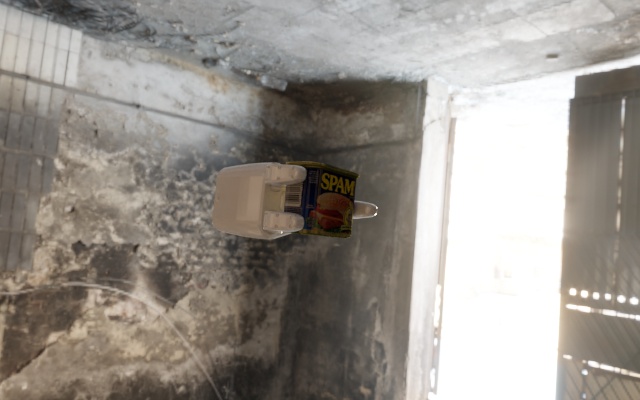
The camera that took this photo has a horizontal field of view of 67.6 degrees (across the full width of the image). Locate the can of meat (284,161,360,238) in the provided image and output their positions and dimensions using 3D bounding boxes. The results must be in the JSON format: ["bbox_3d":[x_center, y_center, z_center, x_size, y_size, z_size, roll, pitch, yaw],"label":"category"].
[{"bbox_3d":[0.000,0.002,0.588,0.057,0.084,0.102,3,-5,38],"label":"can of meat"}]
